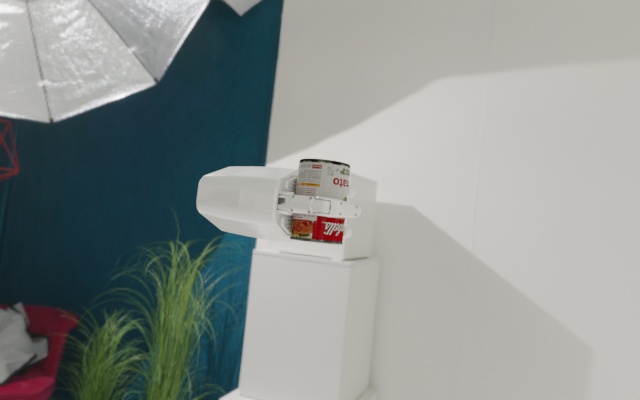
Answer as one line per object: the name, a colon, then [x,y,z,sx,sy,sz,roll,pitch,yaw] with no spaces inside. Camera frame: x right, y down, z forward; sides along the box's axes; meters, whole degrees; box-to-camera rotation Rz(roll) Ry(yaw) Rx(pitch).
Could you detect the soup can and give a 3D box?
soup can: [0.001,0.002,0.610,0.068,0.102,0.068,6,-3,0]
